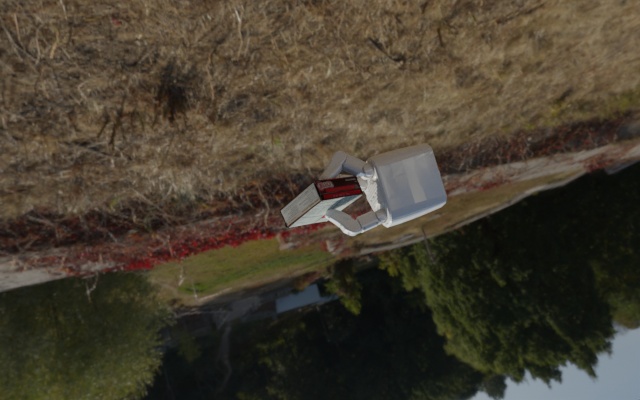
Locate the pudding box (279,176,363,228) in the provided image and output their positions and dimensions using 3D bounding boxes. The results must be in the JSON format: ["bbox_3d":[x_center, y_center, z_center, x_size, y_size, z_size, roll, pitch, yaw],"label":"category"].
[{"bbox_3d":[0.000,0.003,0.771,0.090,0.039,0.113,-8,-22,-39],"label":"pudding box"}]
